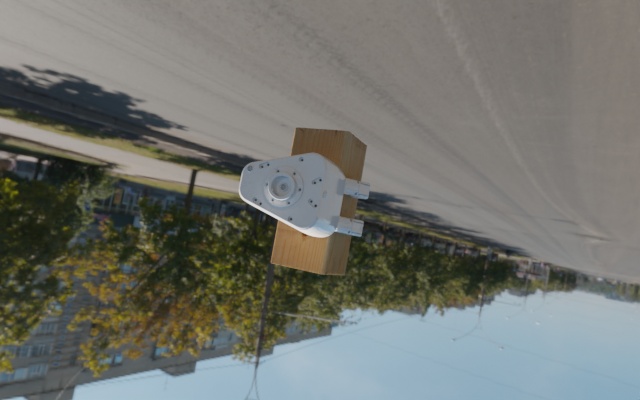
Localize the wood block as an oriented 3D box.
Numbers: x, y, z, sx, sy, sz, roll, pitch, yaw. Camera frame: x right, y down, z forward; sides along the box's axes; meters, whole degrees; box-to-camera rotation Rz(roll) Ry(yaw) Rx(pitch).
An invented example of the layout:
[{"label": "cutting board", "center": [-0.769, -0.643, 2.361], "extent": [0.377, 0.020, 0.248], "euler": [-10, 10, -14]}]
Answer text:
[{"label": "wood block", "center": [0.000, 0.002, 0.728], "extent": [0.091, 0.206, 0.090], "euler": [8, -5, 25]}]
